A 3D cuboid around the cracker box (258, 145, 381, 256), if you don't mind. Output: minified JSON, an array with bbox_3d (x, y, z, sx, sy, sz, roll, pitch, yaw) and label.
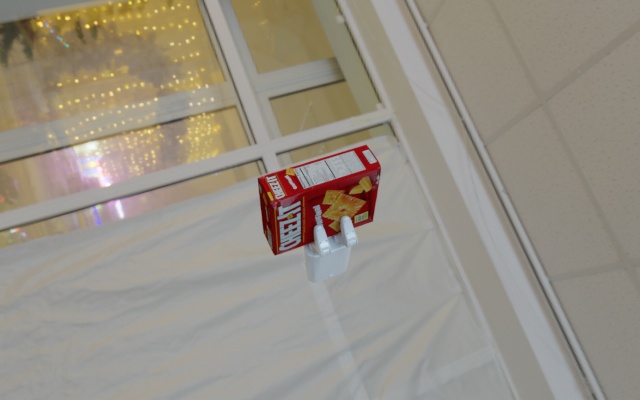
[{"bbox_3d":[0.000,0.003,0.885,0.213,0.072,0.164,-19,-37,-16],"label":"cracker box"}]
